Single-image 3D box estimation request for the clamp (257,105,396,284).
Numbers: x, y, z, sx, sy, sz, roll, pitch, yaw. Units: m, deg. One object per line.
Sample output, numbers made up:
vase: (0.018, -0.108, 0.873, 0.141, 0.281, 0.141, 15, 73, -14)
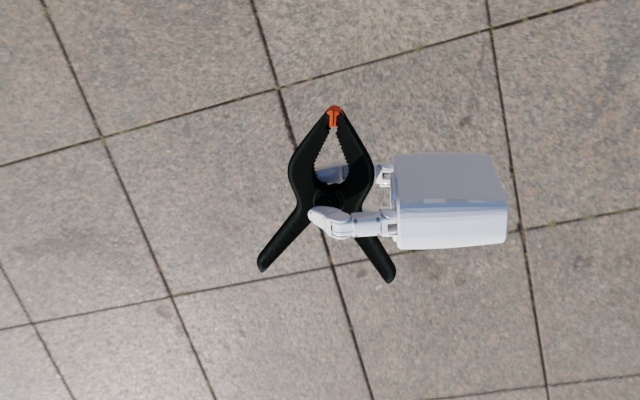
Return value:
clamp: (0.000, 0.002, 0.533, 0.164, 0.210, 0.036, -2, 22, 6)
